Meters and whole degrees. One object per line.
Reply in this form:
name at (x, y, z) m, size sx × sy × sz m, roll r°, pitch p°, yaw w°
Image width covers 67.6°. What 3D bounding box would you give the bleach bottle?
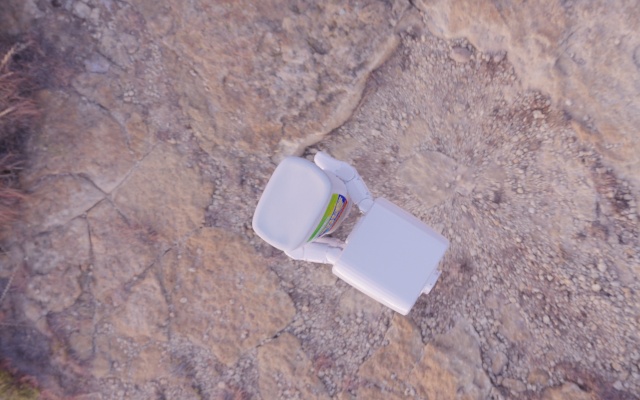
bleach bottle at (0.000, 0.002, 0.620) m, size 0.068 × 0.102 × 0.251 m, roll 32°, pitch 10°, yaw 13°
